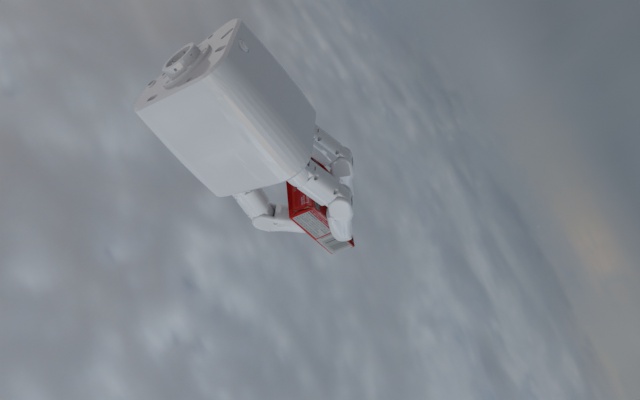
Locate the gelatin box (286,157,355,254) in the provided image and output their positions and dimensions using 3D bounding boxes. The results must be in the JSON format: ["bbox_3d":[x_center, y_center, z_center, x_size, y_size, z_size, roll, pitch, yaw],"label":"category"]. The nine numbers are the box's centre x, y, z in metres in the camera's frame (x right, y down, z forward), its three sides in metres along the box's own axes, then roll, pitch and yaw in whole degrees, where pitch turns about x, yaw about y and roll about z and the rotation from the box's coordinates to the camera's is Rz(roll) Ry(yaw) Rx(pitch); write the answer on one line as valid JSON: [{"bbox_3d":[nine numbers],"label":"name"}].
[{"bbox_3d":[0.000,0.002,0.478,0.030,0.073,0.089,-22,-39,20],"label":"gelatin box"}]
